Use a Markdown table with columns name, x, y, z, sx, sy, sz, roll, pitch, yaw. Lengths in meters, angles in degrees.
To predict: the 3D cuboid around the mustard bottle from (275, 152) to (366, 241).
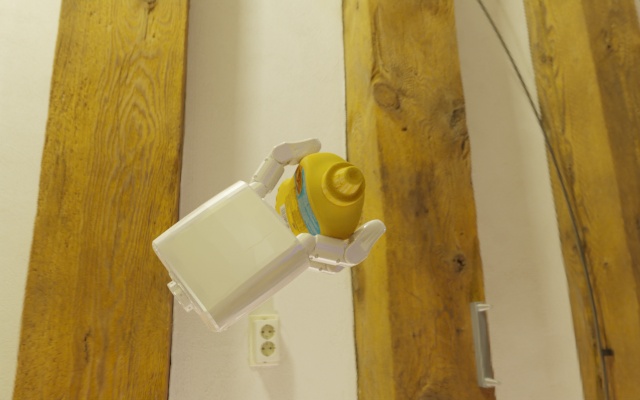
| name | x | y | z | sx | sy | sz | roll | pitch | yaw |
| --- | --- | --- | --- | --- | --- | --- | --- | --- | --- |
| mustard bottle | 0.000 | 0.002 | 0.511 | 0.058 | 0.096 | 0.192 | -10 | -11 | -20 |
